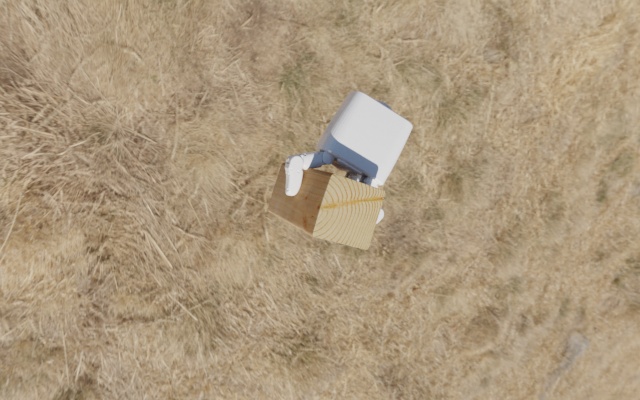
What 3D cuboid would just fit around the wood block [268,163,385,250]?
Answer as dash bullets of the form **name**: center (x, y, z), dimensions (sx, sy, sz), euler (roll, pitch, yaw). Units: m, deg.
- **wood block**: center (0.000, 0.002, 0.739), dimensions (0.091, 0.090, 0.206), euler (17, 1, -24)
